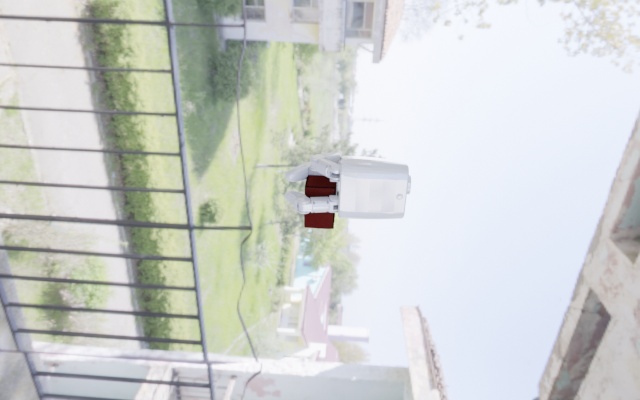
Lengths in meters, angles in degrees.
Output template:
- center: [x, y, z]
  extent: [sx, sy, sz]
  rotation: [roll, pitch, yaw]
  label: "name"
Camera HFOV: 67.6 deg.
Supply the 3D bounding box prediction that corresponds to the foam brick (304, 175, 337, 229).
- center: [0.000, 0.003, 0.804]
  extent: [0.051, 0.078, 0.053]
  rotation: [3, 26, 2]
  label: "foam brick"
